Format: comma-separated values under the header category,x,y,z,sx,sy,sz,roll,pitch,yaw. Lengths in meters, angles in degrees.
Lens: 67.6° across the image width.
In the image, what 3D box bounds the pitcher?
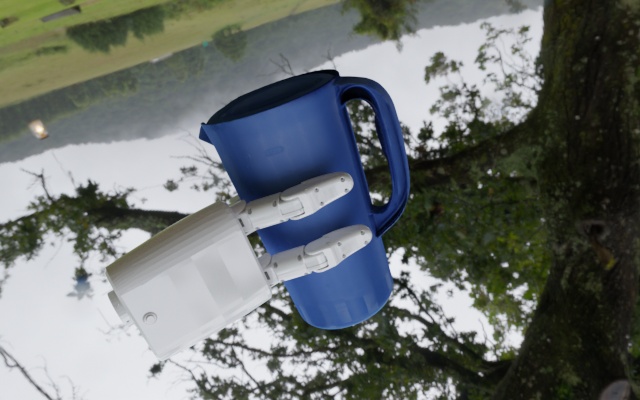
category,x,y,z,sx,sy,sz,roll,pitch,yaw
pitcher,0.000,0.002,0.471,0.145,0.243,0.149,-31,24,-22
